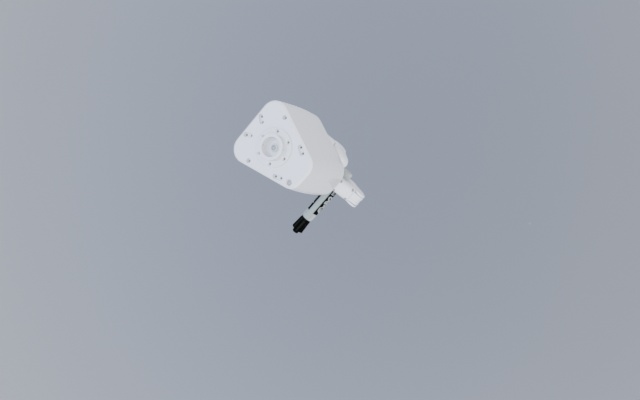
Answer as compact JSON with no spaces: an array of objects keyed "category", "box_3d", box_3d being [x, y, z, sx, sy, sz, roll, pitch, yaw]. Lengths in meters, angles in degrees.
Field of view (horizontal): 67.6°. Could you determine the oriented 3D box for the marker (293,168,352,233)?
[{"category":"marker","box_3d":[0.000,0.002,0.701,0.020,0.121,0.020,39,14,-12]}]
